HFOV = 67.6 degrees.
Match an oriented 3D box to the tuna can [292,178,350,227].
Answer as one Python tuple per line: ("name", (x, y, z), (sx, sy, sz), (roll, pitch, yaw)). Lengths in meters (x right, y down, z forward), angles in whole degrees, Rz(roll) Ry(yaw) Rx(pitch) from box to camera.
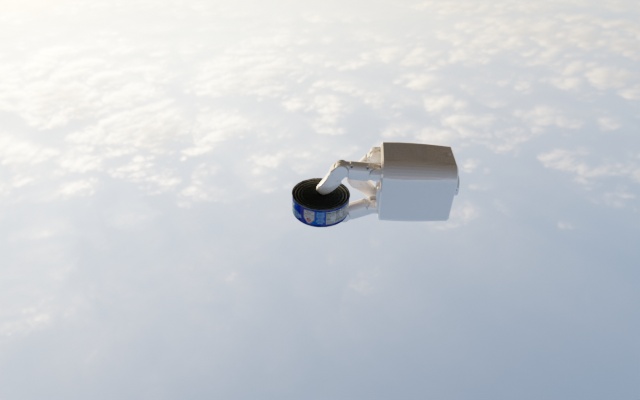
("tuna can", (0.000, 0.003, 0.706), (0.086, 0.034, 0.086), (2, 34, -1))
